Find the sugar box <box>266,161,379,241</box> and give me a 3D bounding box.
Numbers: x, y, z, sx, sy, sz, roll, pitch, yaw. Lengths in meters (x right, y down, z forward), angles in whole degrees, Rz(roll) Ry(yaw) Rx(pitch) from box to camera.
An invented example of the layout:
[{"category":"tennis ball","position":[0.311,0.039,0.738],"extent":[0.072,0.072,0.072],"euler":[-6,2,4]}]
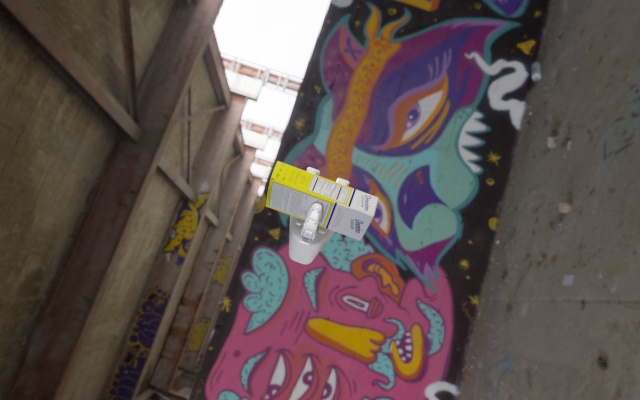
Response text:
[{"category":"sugar box","position":[0.000,0.002,0.796],"extent":[0.176,0.048,0.093],"euler":[18,-31,-1]}]
